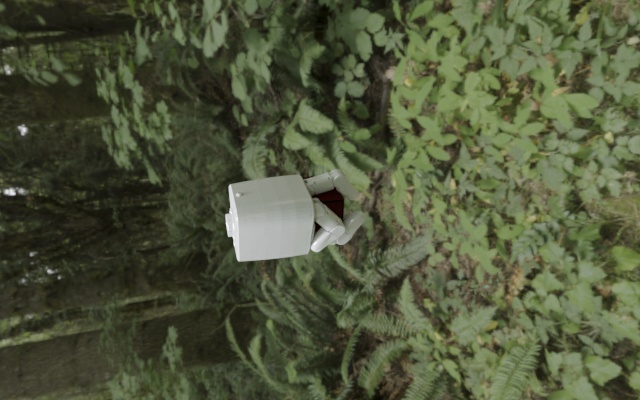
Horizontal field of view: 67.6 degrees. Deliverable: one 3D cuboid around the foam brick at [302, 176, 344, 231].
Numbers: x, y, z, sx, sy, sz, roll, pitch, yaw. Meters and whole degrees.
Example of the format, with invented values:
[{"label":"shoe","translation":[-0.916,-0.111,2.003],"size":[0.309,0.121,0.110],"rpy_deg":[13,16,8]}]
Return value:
[{"label":"foam brick","translation":[0.000,0.002,0.734],"size":[0.051,0.053,0.078],"rpy_deg":[-7,33,-13]}]
